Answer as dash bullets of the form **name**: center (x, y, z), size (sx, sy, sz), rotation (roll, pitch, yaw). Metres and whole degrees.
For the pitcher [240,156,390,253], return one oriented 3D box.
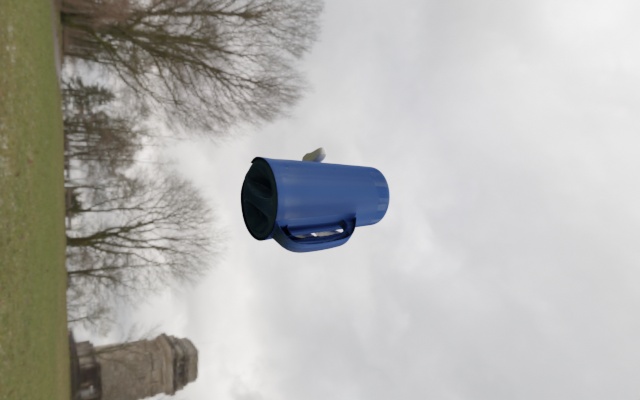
- **pitcher**: center (0.000, 0.003, 0.808), size (0.243, 0.149, 0.145), rotation (-2, 1, -33)
